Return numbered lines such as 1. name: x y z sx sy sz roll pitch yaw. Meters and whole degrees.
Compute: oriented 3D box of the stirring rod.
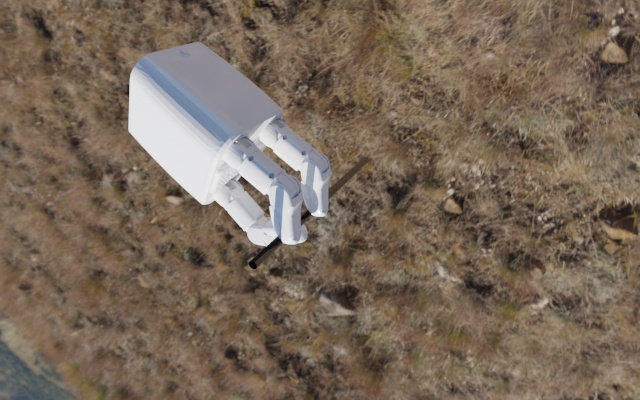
1. stirring rod: 0.000 0.002 0.477 0.011 0.011 0.239 0 25 30
